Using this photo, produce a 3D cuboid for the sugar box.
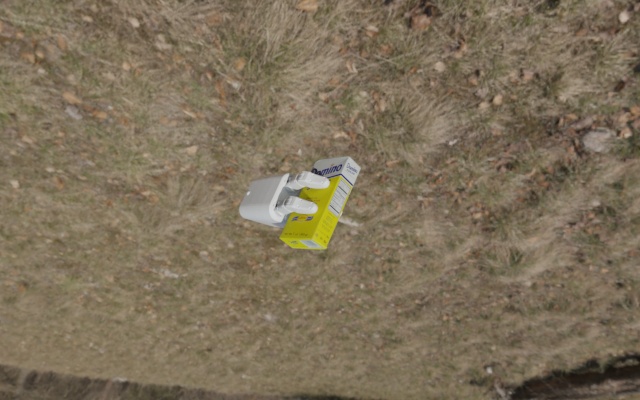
[{"bbox_3d":[0.000,0.003,0.873,0.093,0.176,0.048,-3,-33,46],"label":"sugar box"}]
